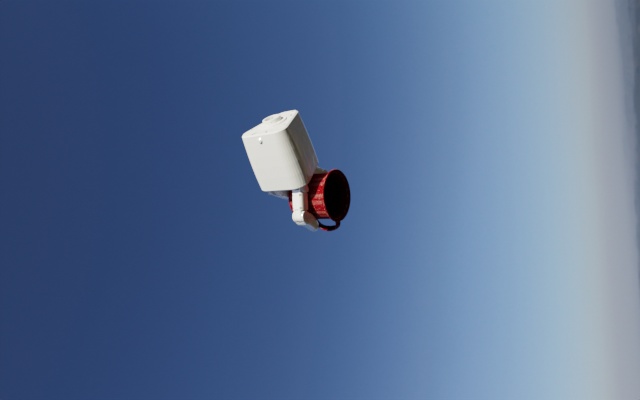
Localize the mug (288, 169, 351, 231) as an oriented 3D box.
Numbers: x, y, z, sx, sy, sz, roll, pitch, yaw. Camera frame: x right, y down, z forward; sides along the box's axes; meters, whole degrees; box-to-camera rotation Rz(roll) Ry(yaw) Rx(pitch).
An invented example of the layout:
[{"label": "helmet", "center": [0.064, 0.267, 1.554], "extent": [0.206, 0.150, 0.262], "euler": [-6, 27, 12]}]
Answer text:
[{"label": "mug", "center": [0.000, 0.004, 0.866], "extent": [0.081, 0.117, 0.093], "euler": [-2, 29, 34]}]
